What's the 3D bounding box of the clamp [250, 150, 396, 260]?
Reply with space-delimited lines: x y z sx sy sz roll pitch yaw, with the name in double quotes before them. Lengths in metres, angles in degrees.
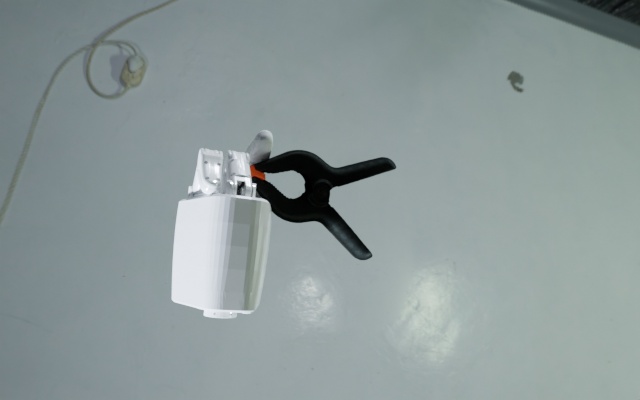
"clamp" 0.000 0.002 0.527 0.171 0.120 0.039 7 -5 -17
